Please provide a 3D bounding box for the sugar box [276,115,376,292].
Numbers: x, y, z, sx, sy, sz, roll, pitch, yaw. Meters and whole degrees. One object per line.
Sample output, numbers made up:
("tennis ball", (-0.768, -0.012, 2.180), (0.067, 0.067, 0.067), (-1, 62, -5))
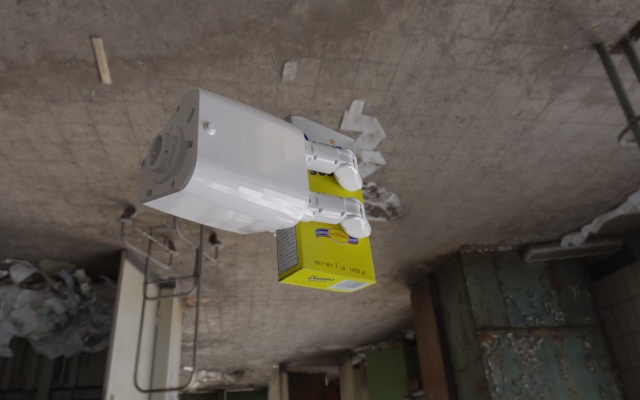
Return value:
("sugar box", (0.000, 0.001, 0.493), (0.093, 0.176, 0.048), (16, -34, -36))
